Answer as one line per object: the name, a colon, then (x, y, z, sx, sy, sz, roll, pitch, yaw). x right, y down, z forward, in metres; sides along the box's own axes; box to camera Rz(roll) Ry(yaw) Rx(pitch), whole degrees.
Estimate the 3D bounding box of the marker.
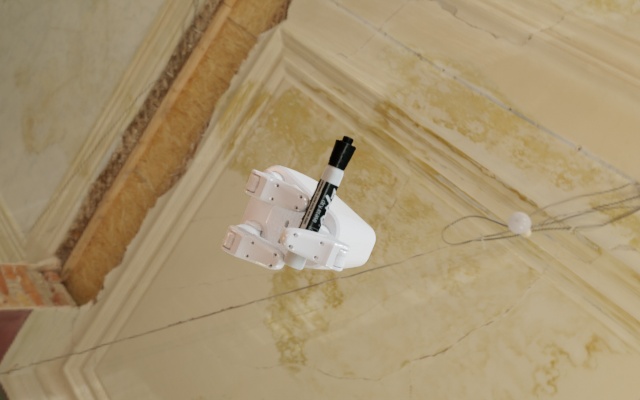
marker: (0.000, 0.001, 0.411, 0.020, 0.121, 0.020, 24, 3, -1)
